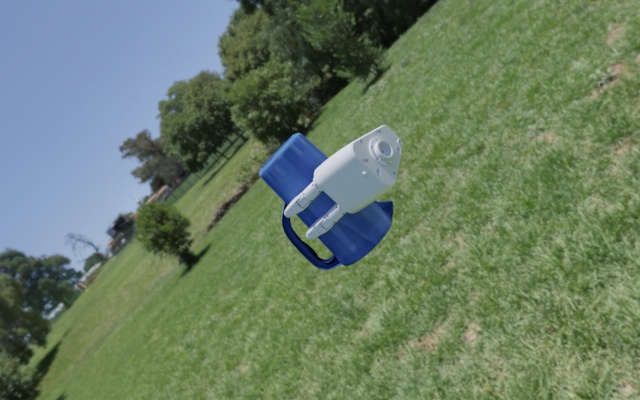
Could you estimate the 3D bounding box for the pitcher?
[{"bbox_3d":[0.000,0.003,0.880,0.145,0.243,0.149,-35,14,52],"label":"pitcher"}]
